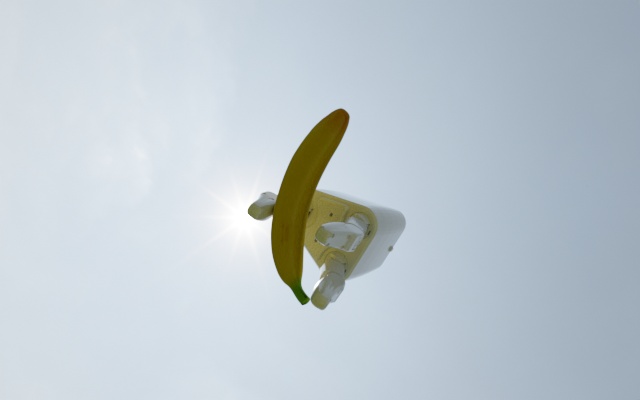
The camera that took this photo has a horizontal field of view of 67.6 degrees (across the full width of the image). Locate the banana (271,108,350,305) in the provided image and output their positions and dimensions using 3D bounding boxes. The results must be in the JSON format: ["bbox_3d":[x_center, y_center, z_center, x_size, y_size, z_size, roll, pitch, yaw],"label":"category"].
[{"bbox_3d":[-0.016,0.001,0.492,0.069,0.198,0.037,13,4,31],"label":"banana"}]
